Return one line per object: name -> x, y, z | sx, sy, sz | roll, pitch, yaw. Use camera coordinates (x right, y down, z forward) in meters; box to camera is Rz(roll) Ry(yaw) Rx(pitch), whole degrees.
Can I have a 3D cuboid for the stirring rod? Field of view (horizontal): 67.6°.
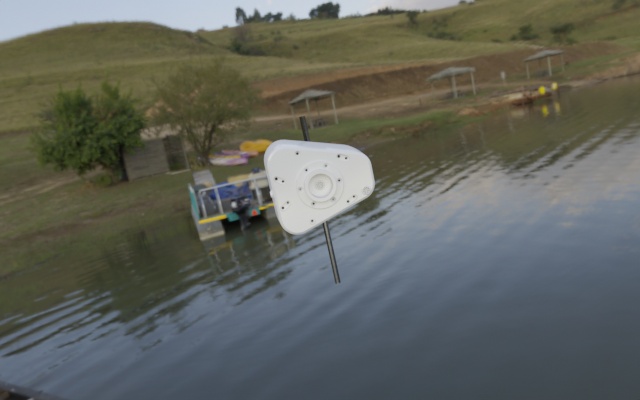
stirring rod -> 0.000, 0.002, 0.666 | 0.011, 0.239, 0.011 | -12, 10, 2
